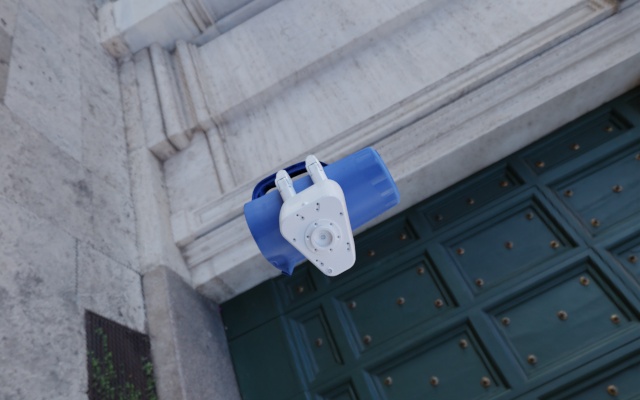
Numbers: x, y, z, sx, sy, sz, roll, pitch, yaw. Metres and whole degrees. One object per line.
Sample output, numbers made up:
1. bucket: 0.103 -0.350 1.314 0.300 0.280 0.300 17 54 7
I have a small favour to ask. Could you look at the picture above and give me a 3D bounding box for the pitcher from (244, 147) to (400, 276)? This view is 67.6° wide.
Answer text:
1. pitcher: 0.000 0.003 0.806 0.243 0.149 0.145 -28 11 4
